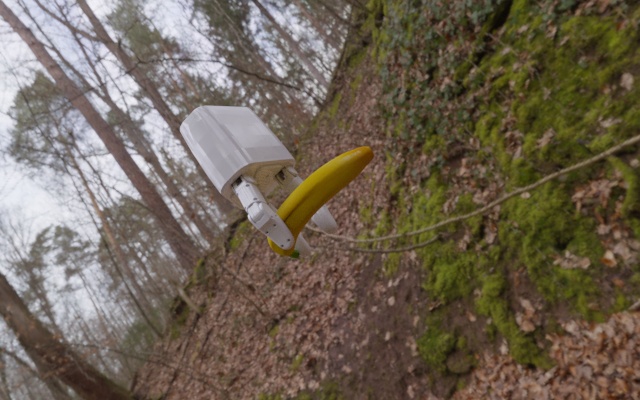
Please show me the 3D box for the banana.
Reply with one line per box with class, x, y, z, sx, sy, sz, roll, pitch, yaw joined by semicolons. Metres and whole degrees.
banana;-0.014;0.007;0.560;0.069;0.037;0.198;-14;-30;-47
